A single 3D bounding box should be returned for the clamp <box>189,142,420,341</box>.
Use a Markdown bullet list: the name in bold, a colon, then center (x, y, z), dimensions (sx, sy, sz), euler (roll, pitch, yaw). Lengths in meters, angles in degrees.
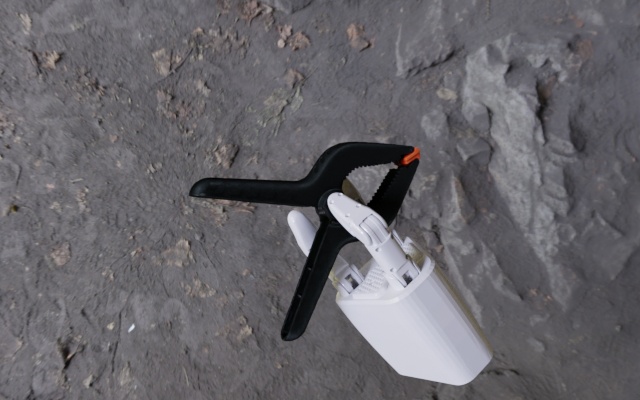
- **clamp**: center (0.001, 0.001, 0.436), dimensions (0.210, 0.164, 0.036), euler (-40, 14, -13)
